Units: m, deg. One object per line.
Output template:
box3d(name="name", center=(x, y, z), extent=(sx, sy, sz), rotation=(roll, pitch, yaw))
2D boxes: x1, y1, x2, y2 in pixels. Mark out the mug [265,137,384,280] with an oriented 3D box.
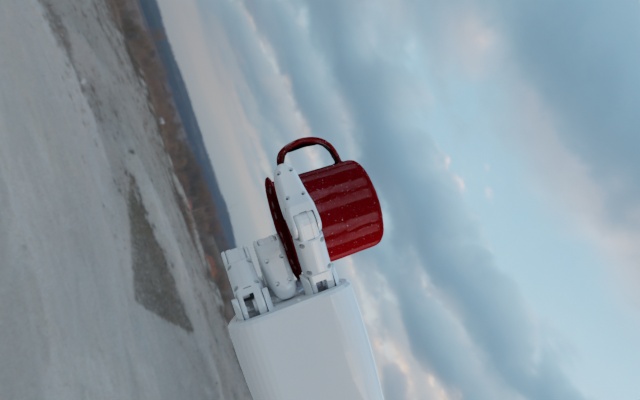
box3d(name="mug", center=(0.000, 0.000, 0.422), extent=(0.081, 0.117, 0.093), rotation=(-18, 5, -12))
